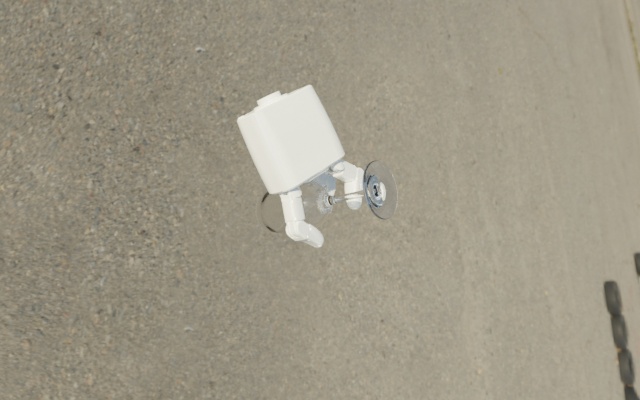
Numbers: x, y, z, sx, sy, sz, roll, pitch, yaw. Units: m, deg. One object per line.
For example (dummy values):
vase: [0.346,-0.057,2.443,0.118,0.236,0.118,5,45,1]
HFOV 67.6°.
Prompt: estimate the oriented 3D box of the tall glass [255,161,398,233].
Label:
tall glass: [0.001,0.002,0.652,0.201,0.079,0.079,-12,-8,40]
